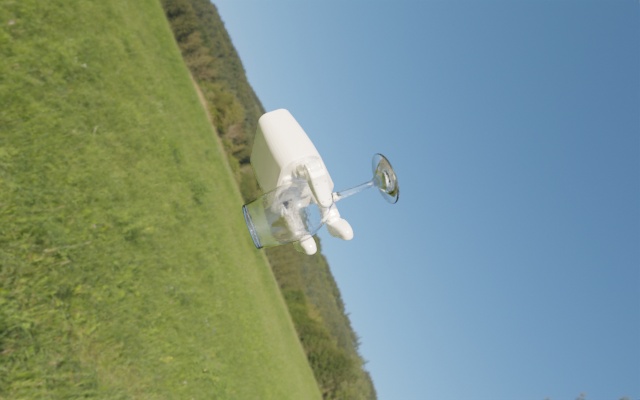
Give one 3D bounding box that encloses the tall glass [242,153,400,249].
[{"bbox_3d":[0.001,0.002,0.640,0.201,0.079,0.079,-20,5,-15],"label":"tall glass"}]
